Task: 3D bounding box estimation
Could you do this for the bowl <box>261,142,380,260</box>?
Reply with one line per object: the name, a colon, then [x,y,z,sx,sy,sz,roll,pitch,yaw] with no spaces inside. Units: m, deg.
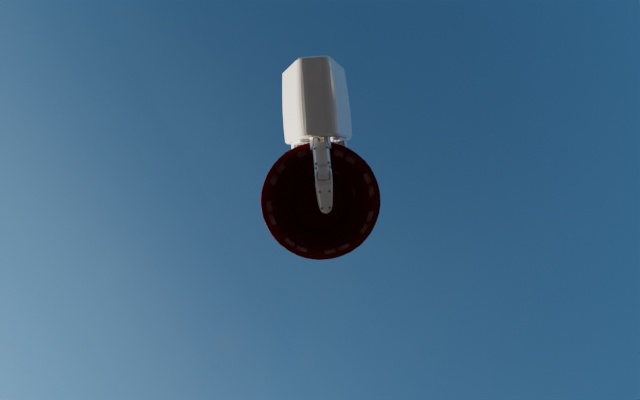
bowl: [0.000,0.004,0.668,0.162,0.162,0.055,0,-7,-1]
